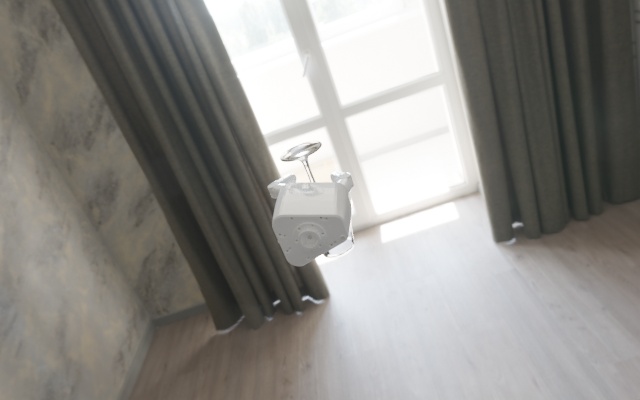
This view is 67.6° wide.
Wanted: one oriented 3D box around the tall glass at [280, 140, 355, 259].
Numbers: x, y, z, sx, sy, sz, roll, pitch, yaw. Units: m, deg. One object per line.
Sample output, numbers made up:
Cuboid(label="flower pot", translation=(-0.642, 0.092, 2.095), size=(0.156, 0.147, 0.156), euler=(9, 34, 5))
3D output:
Cuboid(label="tall glass", translation=(0.000, 0.002, 0.827), size=(0.079, 0.201, 0.079), euler=(-18, 24, 8))
